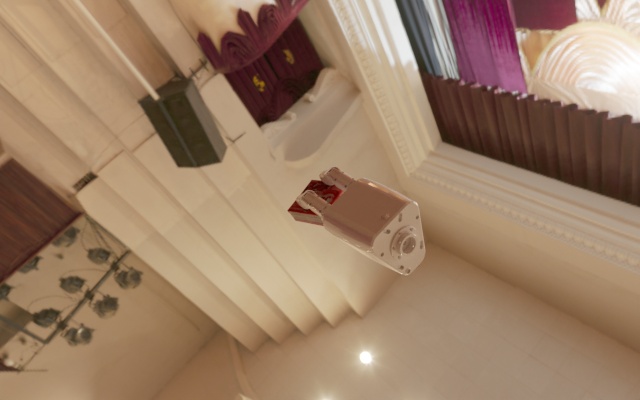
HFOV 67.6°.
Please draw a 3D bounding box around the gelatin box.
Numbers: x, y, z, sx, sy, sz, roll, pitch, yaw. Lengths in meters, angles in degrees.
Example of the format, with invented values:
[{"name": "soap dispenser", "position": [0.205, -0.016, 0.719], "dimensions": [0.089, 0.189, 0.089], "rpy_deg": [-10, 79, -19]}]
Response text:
[{"name": "gelatin box", "position": [0.000, 0.003, 0.772], "dimensions": [0.089, 0.073, 0.030], "rpy_deg": [7, -38, 48]}]
